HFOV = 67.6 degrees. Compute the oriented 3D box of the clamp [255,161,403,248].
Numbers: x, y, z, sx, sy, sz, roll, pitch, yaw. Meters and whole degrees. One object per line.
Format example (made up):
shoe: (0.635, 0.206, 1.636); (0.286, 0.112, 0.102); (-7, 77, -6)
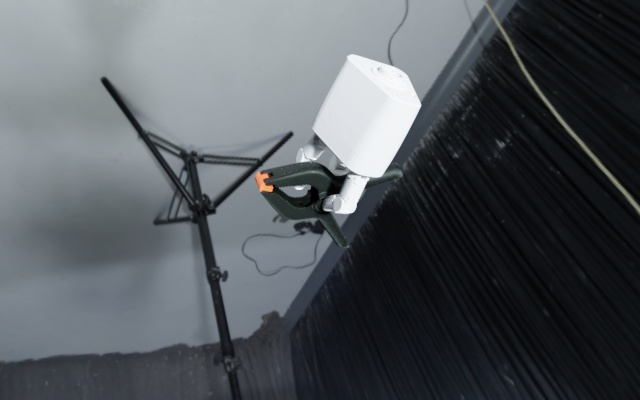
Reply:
clamp: (0.000, 0.003, 0.682); (0.210, 0.165, 0.036); (7, 36, -30)
